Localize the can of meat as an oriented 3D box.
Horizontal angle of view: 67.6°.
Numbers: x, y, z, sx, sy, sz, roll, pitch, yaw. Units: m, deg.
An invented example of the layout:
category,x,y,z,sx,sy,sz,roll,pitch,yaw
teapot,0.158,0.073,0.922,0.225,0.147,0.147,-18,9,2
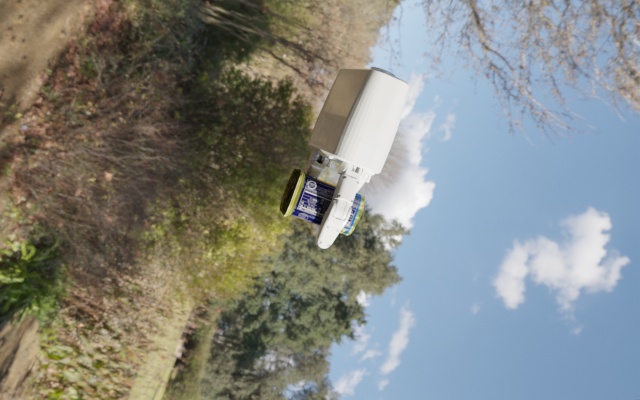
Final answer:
category,x,y,z,sx,sy,sz,roll,pitch,yaw
can of meat,0.000,0.002,0.592,0.084,0.057,0.102,20,1,-10
